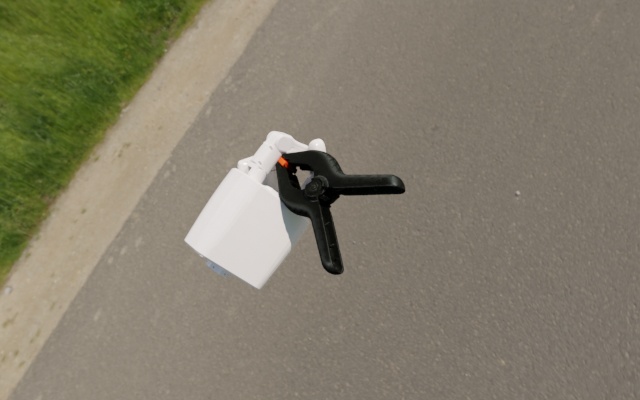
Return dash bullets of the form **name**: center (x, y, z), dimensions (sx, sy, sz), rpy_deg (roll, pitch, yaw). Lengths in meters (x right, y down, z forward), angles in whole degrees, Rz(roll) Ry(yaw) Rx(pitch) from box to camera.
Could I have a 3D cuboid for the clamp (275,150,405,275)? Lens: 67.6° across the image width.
- **clamp**: center (0.000, 0.001, 0.532), dimensions (0.171, 0.120, 0.039), rpy_deg (28, -10, 42)
